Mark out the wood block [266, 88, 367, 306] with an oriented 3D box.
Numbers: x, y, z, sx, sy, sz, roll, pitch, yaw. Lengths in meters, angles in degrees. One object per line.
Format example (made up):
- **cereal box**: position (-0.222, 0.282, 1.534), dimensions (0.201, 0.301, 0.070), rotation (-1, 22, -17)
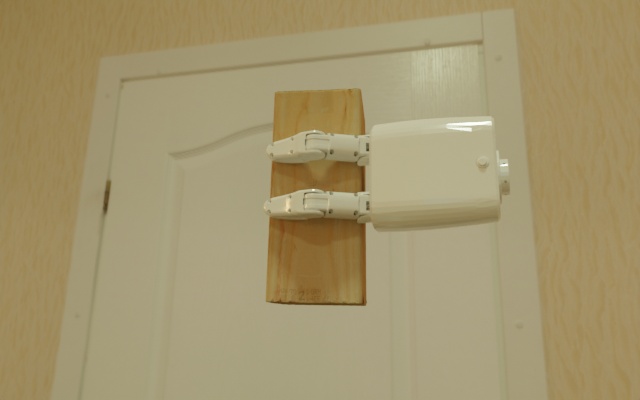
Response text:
- **wood block**: position (0.001, 0.002, 0.489), dimensions (0.090, 0.206, 0.091), rotation (-1, -14, 8)
